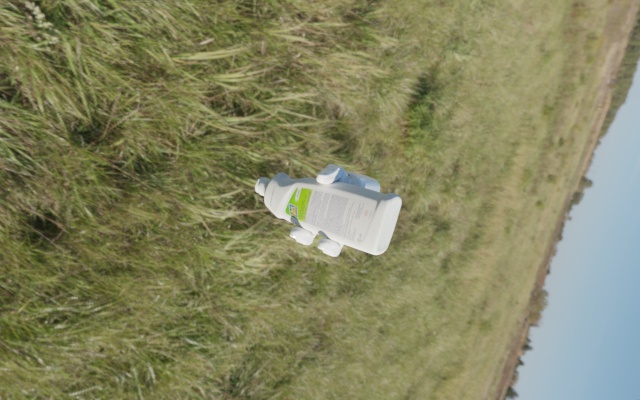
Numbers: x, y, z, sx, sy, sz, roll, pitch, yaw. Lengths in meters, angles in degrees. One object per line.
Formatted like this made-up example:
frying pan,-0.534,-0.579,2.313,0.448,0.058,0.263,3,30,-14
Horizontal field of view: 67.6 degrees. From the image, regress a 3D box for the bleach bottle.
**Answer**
bleach bottle,0.000,0.003,0.791,0.251,0.102,0.068,20,9,27
